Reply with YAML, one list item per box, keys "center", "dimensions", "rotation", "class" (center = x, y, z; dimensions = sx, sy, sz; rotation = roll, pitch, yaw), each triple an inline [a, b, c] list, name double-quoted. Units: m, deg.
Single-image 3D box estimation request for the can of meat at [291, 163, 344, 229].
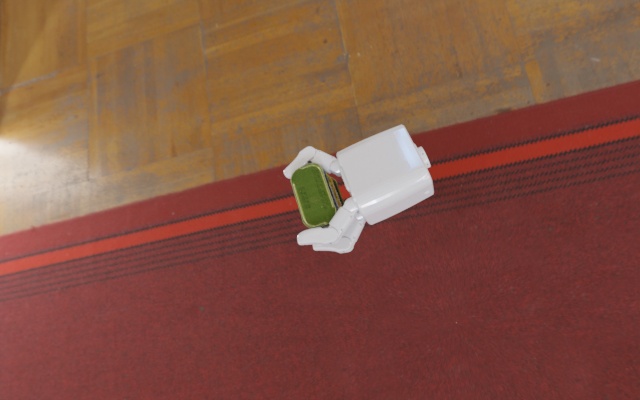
- center: [0.000, 0.002, 0.715]
  dimensions: [0.057, 0.102, 0.084]
  rotation: [-22, -19, 9]
  class: "can of meat"
